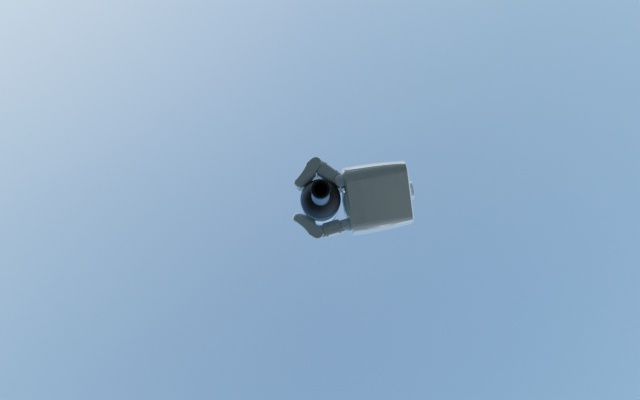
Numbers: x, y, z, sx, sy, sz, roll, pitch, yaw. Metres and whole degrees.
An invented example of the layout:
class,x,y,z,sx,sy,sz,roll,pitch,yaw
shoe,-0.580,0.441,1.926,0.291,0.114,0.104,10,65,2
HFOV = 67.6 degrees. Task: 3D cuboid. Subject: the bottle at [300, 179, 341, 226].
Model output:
class,x,y,z,sx,sy,sz,roll,pitch,yaw
bottle,0.000,0.003,0.813,0.069,0.069,0.296,0,-7,0
